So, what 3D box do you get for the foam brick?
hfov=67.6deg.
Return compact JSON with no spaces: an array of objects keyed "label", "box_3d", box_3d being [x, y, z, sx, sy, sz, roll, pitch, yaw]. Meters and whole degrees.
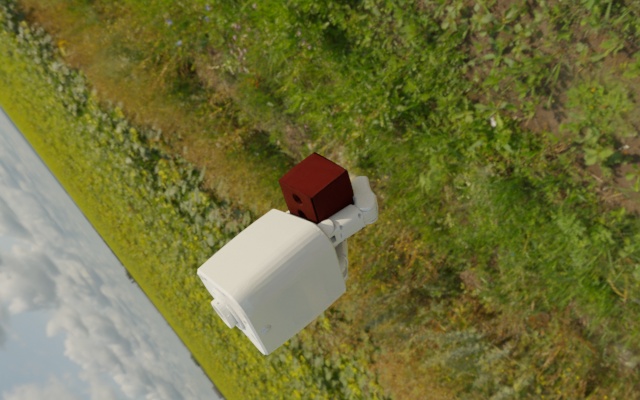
[{"label":"foam brick","box_3d":[0.000,0.001,0.492,0.051,0.078,0.053,-37,44,-22]}]
